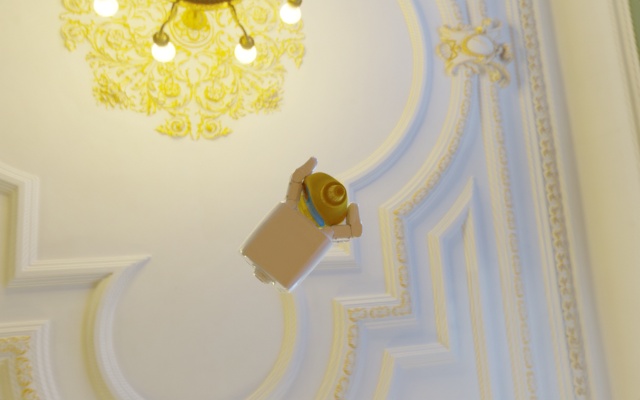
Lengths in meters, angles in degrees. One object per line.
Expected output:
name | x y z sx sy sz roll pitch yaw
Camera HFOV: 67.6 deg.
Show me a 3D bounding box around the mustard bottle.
mustard bottle | 0.000 0.002 0.807 0.058 0.096 0.192 -23 -3 -19
